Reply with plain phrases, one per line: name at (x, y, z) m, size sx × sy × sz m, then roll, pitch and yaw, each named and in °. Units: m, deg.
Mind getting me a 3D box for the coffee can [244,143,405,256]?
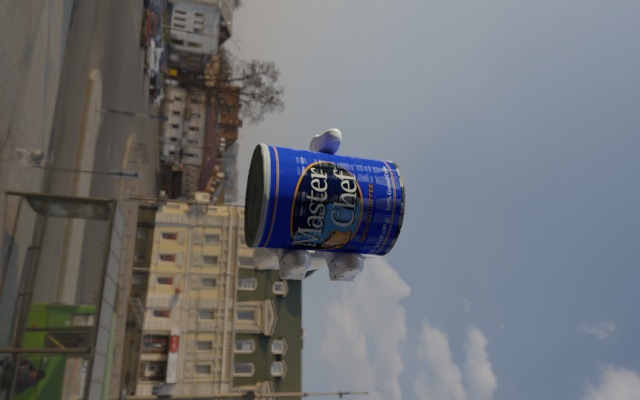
coffee can at (0.000, 0.001, 0.487) m, size 0.140 × 0.103 × 0.103 m, roll 6°, pitch -2°, yaw -17°
